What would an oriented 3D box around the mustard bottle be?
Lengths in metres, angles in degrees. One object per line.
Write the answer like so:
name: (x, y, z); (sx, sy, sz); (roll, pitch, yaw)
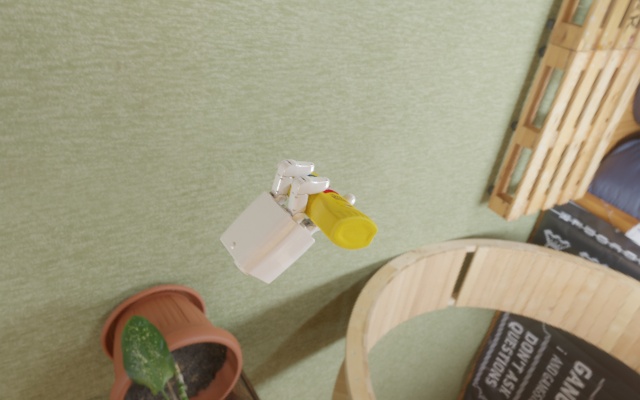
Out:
mustard bottle: (0.000, 0.002, 0.757); (0.096, 0.058, 0.191); (15, 20, -44)
